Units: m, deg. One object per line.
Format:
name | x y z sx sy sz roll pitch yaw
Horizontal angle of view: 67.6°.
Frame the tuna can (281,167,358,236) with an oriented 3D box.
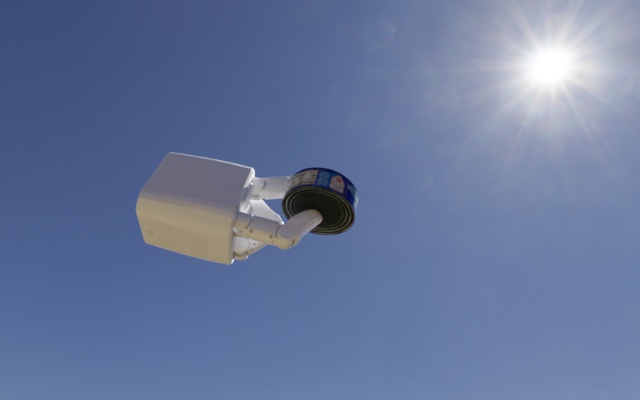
tuna can | 0.000 0.001 0.554 0.086 0.033 0.086 9 -39 7
